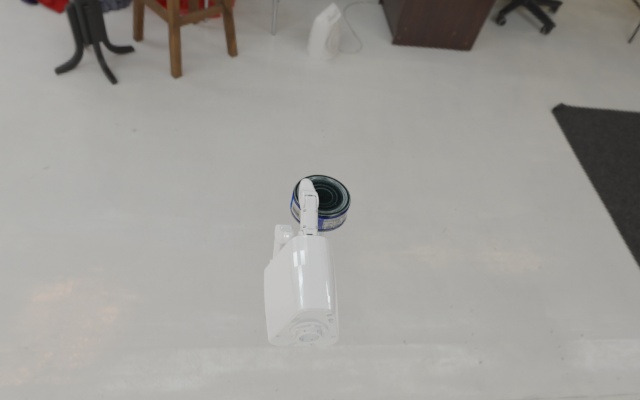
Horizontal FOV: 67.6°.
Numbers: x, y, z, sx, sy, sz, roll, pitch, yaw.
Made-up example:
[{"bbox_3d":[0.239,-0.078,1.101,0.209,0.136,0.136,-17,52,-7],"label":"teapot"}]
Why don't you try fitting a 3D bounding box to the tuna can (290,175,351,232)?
[{"bbox_3d":[0.000,0.002,0.694,0.086,0.086,0.034,0,-43,-13],"label":"tuna can"}]
